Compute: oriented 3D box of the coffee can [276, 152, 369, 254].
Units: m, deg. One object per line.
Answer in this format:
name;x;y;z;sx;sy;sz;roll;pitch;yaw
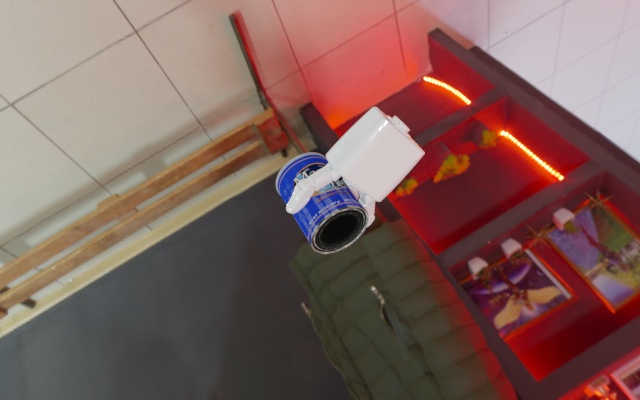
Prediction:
coffee can;0.000;0.003;0.787;0.103;0.103;0.140;0;41;-36
